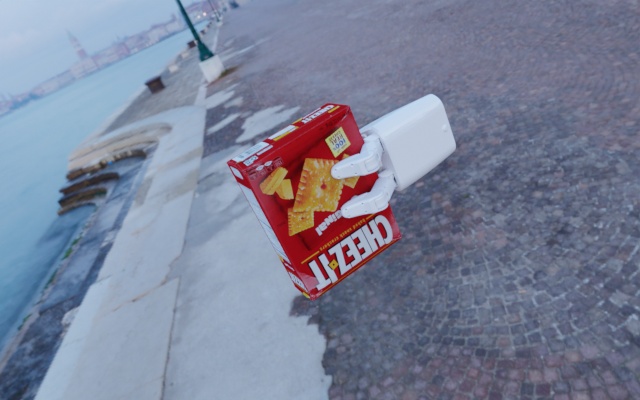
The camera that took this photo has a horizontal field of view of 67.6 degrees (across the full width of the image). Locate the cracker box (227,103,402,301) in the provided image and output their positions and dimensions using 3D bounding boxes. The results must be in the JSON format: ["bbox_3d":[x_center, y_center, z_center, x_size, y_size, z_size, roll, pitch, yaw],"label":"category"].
[{"bbox_3d":[0.000,0.002,0.643,0.164,0.214,0.072,-33,25,-16],"label":"cracker box"}]
